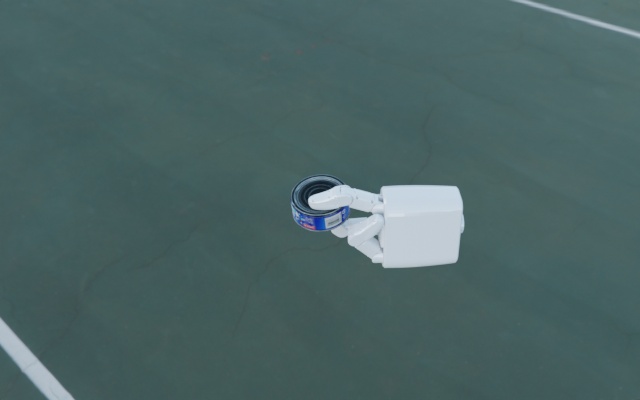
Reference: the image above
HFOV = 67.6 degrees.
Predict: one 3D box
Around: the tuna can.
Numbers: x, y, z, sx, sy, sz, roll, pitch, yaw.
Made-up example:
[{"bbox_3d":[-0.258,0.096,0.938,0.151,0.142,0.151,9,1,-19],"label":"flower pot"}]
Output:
[{"bbox_3d":[0.000,0.002,0.687,0.086,0.086,0.034,0,-44,7],"label":"tuna can"}]
